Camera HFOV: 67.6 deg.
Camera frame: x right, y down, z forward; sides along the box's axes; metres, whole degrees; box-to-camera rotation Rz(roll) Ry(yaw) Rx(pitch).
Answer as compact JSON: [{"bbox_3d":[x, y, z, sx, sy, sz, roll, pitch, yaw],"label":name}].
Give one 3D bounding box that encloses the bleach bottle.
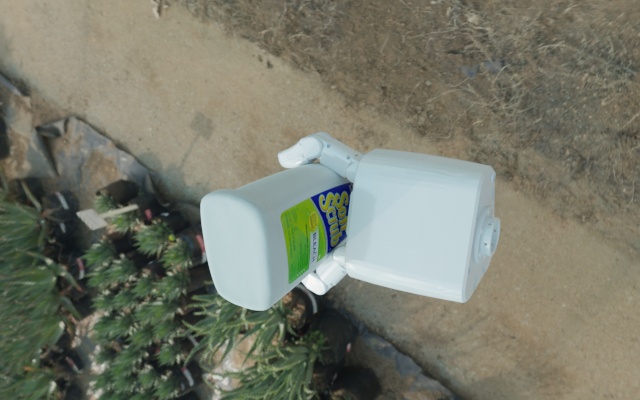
[{"bbox_3d":[0.000,0.002,0.463,0.068,0.103,0.250,10,25,31],"label":"bleach bottle"}]
